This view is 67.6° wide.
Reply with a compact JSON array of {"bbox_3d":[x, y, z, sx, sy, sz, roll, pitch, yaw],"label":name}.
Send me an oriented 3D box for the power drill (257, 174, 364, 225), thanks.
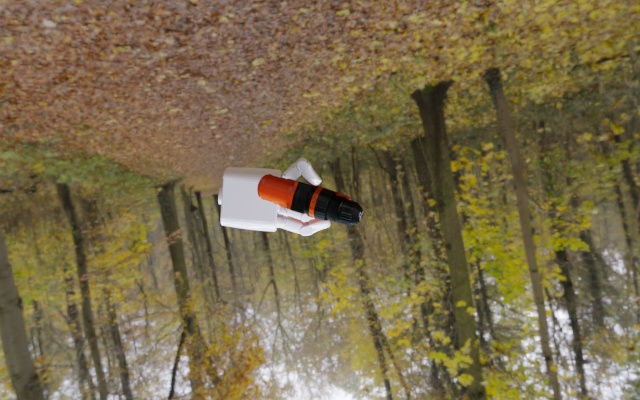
[{"bbox_3d":[0.000,0.003,0.850,0.184,0.057,0.187,19,0,15],"label":"power drill"}]
